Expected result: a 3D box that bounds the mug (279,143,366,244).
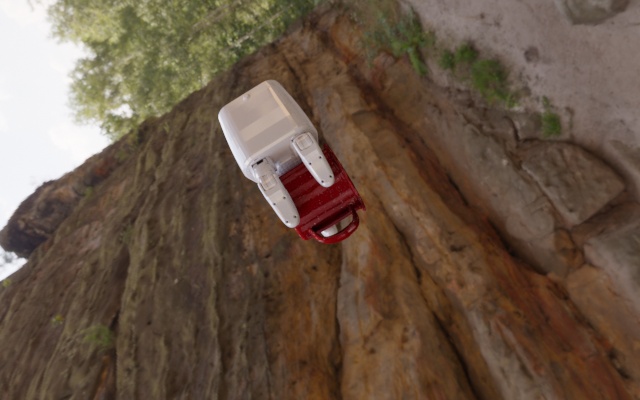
[{"bbox_3d":[0.001,0.003,0.553,0.081,0.117,0.093,-32,-34,0],"label":"mug"}]
